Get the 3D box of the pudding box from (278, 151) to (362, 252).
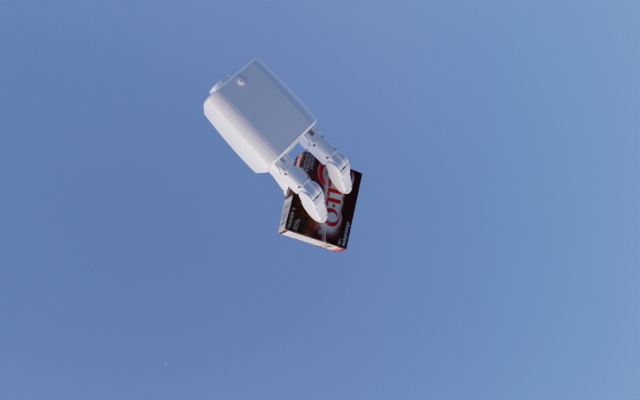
[{"bbox_3d":[0.000,0.002,0.632,0.090,0.113,0.039,19,-17,-19],"label":"pudding box"}]
